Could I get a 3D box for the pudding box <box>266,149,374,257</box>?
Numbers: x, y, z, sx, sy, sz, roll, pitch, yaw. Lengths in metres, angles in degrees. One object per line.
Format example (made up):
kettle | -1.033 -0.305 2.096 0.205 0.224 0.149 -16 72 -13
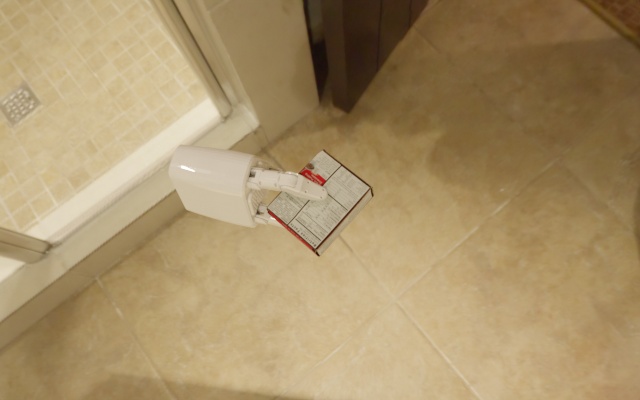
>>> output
pudding box | 0.000 0.002 0.621 0.090 0.113 0.039 40 -8 17
